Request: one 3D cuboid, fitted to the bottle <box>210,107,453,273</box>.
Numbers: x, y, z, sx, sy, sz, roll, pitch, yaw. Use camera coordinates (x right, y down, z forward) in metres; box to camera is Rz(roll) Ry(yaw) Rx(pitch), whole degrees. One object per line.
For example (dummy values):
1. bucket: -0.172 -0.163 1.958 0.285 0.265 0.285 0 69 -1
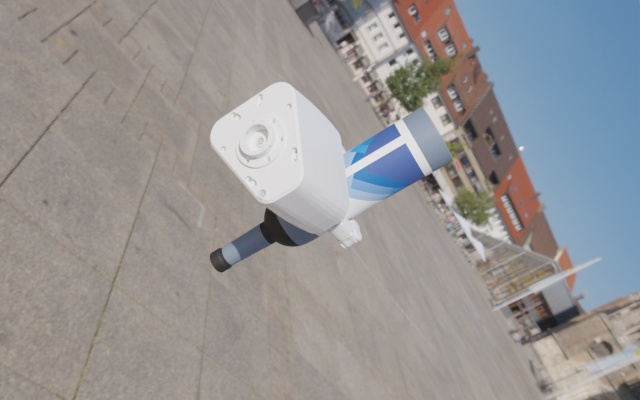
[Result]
1. bottle: 0.000 0.002 0.538 0.296 0.069 0.069 -30 -7 13
